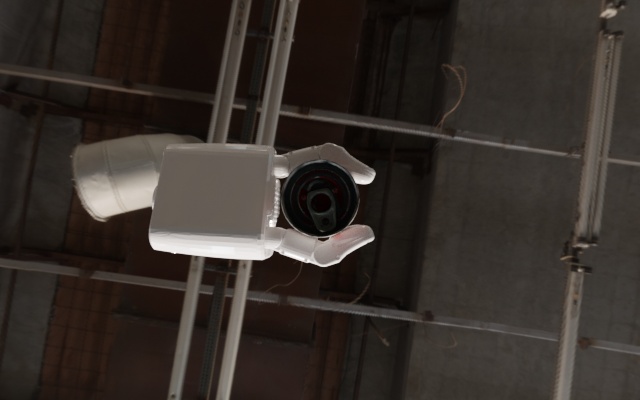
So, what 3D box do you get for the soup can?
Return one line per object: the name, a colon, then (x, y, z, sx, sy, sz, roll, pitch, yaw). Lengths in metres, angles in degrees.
soup can: (0.001, 0.001, 0.461, 0.068, 0.068, 0.102, 0, -4, 1)
